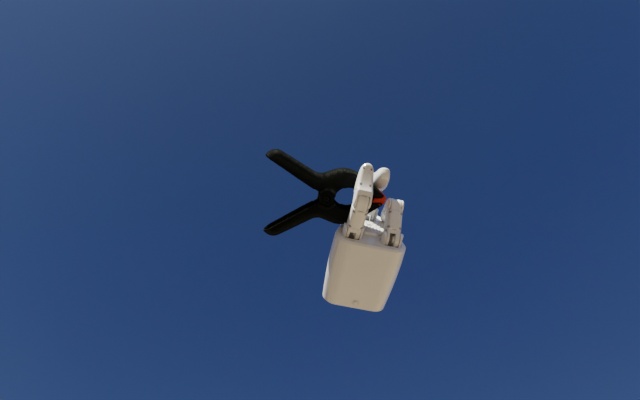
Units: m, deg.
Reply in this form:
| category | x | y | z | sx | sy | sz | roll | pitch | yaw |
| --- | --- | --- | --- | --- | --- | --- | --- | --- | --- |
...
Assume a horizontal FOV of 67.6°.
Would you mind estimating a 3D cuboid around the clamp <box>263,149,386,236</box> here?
| category | x | y | z | sx | sy | sz | roll | pitch | yaw |
| --- | --- | --- | --- | --- | --- | --- | --- | --- | --- |
| clamp | 0.000 | 0.002 | 0.657 | 0.171 | 0.120 | 0.039 | 12 | 22 | -4 |
